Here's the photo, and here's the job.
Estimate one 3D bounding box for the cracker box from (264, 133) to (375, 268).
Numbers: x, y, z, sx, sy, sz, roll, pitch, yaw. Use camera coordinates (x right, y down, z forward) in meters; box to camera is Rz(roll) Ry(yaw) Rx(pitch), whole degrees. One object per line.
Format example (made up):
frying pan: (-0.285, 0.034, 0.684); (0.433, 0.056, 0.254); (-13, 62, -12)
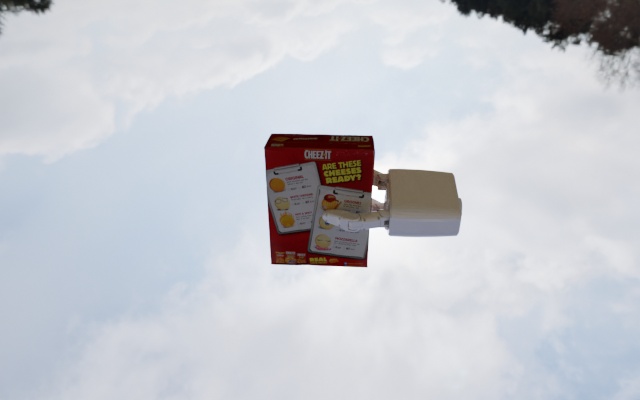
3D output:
cracker box: (0.000, 0.003, 0.767); (0.164, 0.214, 0.072); (2, 29, 3)
